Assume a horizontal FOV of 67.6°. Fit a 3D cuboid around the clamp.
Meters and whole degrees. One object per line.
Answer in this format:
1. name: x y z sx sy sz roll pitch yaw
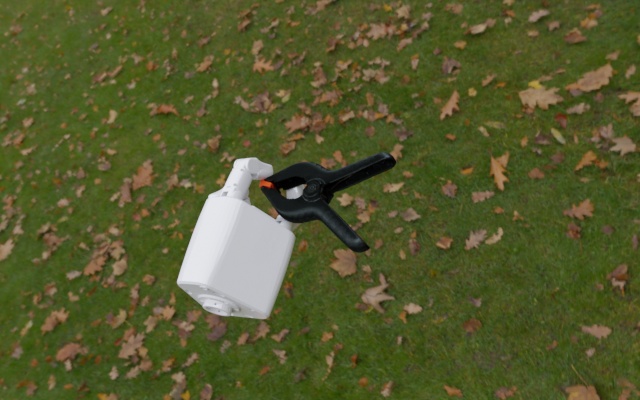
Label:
1. clamp: 0.000 0.001 0.562 0.171 0.120 0.039 -3 -33 30
